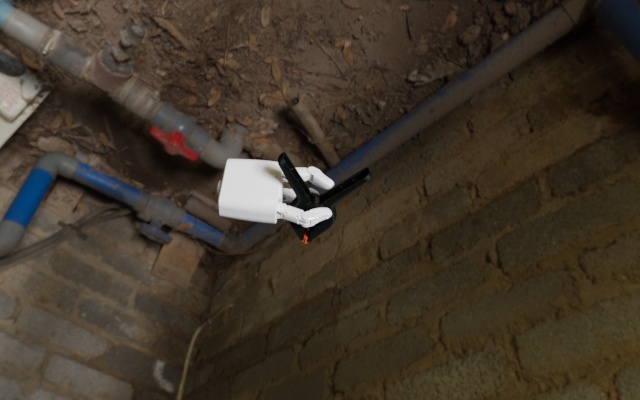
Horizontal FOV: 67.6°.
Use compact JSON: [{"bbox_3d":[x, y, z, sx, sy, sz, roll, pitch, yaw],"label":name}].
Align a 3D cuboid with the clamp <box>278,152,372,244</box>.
[{"bbox_3d":[0.000,0.004,0.884,0.164,0.210,0.036,6,44,-2],"label":"clamp"}]
